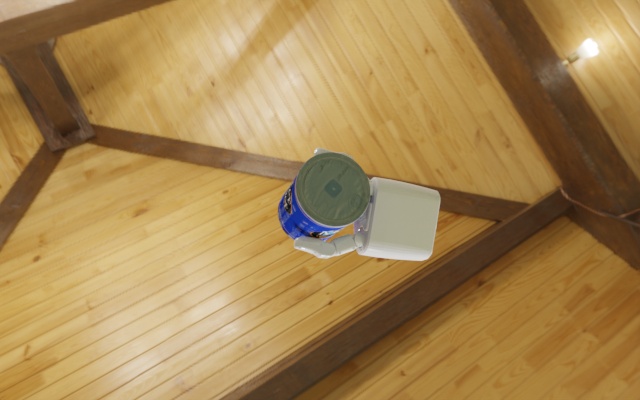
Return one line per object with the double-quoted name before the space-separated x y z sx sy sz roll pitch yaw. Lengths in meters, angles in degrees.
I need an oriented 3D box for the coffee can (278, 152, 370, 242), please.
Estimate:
"coffee can" 0.000 0.002 0.692 0.103 0.102 0.140 0 -15 -15
